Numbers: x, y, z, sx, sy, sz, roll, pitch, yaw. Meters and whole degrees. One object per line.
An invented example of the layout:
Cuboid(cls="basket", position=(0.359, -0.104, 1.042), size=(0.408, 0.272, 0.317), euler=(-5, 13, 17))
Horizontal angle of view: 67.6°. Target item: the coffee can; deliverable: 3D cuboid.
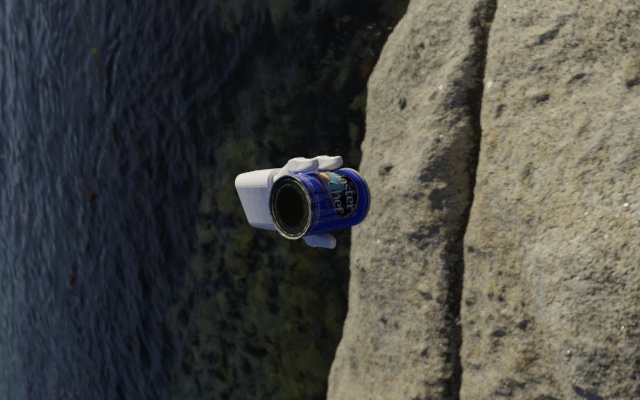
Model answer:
Cuboid(cls="coffee can", position=(0.000, 0.003, 0.791), size=(0.140, 0.103, 0.103), euler=(-9, 7, -44))
